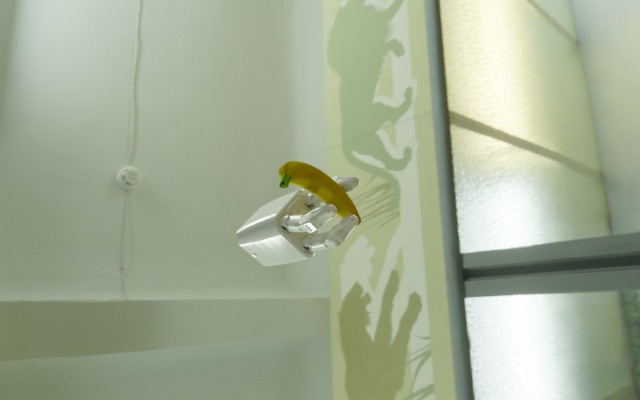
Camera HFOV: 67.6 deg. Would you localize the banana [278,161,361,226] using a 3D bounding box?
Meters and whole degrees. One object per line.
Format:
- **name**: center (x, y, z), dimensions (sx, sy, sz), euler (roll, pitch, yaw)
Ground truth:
- **banana**: center (-0.004, -0.015, 0.728), dimensions (0.037, 0.069, 0.198), euler (-23, -31, 31)
